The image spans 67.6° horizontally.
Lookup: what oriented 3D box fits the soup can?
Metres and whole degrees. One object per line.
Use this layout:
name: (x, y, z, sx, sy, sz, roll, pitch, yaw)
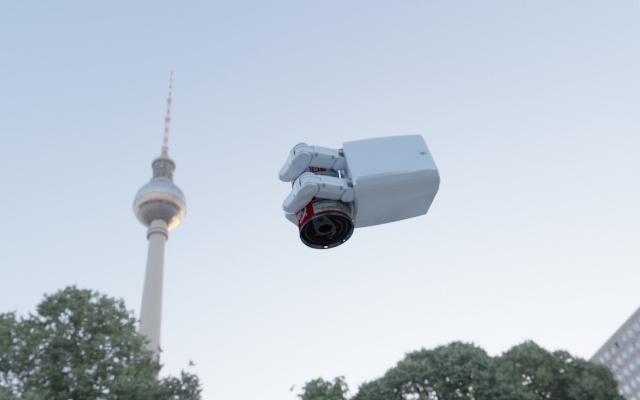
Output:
soup can: (0.000, 0.002, 0.611, 0.068, 0.102, 0.069, -7, -42, -6)
